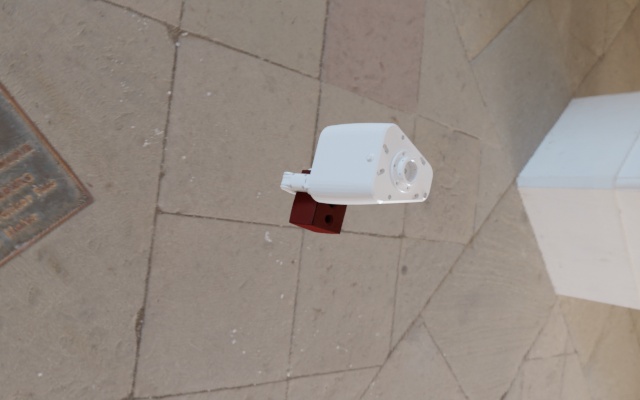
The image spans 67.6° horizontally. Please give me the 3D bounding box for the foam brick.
[{"bbox_3d":[0.000,0.002,0.643,0.053,0.078,0.051,21,-11,-41],"label":"foam brick"}]
